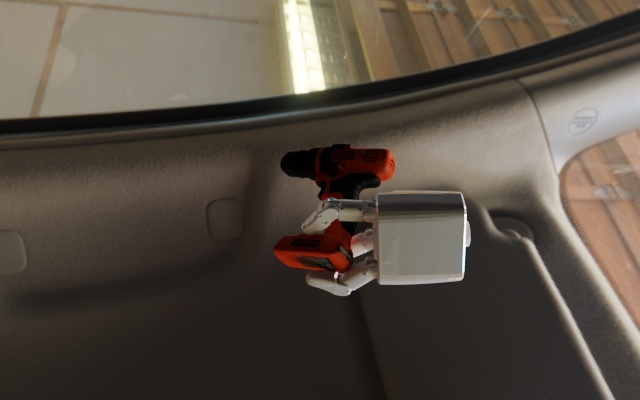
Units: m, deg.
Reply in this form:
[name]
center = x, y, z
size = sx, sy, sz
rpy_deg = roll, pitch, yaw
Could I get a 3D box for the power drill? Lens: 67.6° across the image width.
[power drill]
center = 0.000, 0.003, 0.673
size = 0.184, 0.187, 0.057
rpy_deg = 2, -31, 31
